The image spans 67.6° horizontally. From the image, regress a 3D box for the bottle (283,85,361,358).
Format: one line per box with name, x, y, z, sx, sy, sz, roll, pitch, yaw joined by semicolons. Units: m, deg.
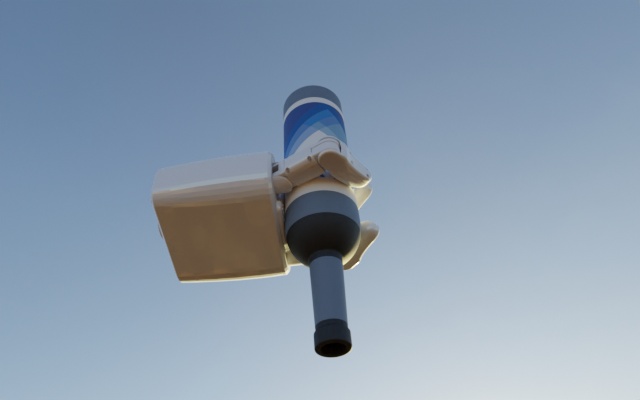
bottle;0.000;0.001;0.442;0.069;0.295;0.069;-3;-45;-3
